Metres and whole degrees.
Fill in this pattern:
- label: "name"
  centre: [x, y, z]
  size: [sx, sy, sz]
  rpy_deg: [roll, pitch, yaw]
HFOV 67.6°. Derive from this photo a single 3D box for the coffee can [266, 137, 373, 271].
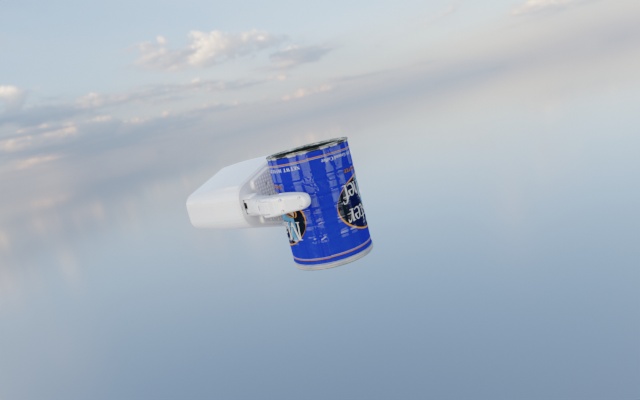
- label: "coffee can"
  centre: [0.000, 0.002, 0.590]
  size: [0.103, 0.140, 0.103]
  rpy_deg: [-14, 10, 3]
